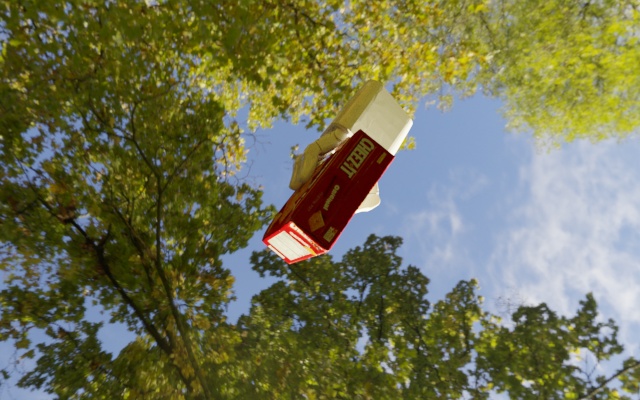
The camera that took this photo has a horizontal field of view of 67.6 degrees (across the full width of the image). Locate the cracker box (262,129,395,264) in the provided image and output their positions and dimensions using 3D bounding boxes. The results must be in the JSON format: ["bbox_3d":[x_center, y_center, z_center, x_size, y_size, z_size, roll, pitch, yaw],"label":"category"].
[{"bbox_3d":[0.000,0.002,0.708,0.072,0.164,0.214,38,-20,-6],"label":"cracker box"}]
